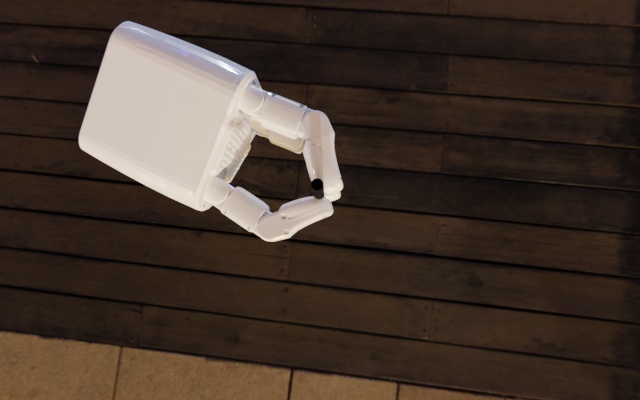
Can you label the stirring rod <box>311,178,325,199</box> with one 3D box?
[{"bbox_3d":[0.000,0.001,0.427,0.011,0.011,0.239,0,-6,1],"label":"stirring rod"}]
